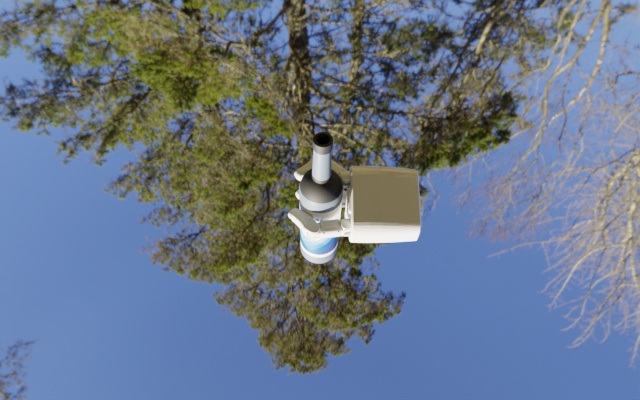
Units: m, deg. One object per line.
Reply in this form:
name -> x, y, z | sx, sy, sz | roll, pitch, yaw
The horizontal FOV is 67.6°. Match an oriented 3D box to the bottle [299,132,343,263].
bottle -> 0.000, 0.003, 0.752 | 0.069, 0.069, 0.296 | 0, -34, -1
